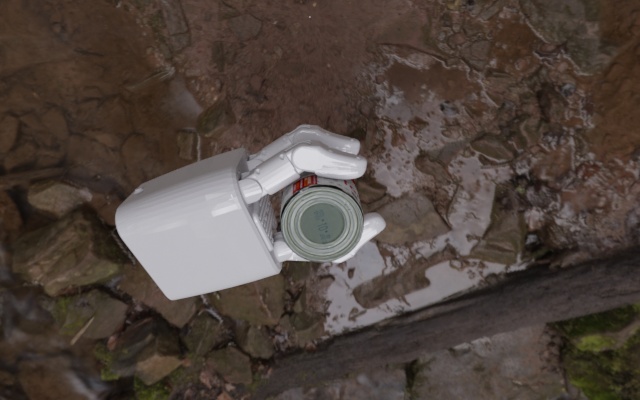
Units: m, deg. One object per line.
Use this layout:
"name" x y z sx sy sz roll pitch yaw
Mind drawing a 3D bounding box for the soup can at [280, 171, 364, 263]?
"soup can" 0.001 0.001 0.416 0.068 0.068 0.102 0 21 -1
